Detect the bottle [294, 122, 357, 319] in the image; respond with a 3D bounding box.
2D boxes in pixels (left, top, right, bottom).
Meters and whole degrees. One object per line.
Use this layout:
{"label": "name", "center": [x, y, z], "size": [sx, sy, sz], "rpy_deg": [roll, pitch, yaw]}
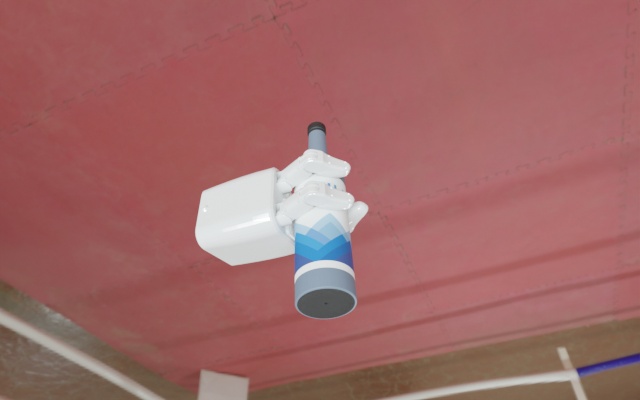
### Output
{"label": "bottle", "center": [0.000, 0.002, 0.606], "size": [0.069, 0.295, 0.069], "rpy_deg": [-2, -42, -2]}
